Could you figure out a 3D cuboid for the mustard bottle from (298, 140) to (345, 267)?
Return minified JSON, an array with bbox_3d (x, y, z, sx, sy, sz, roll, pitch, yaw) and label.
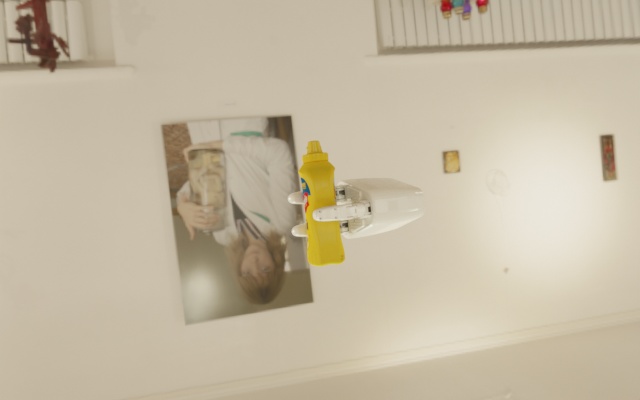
[{"bbox_3d":[0.000,0.003,0.747,0.058,0.191,0.096,-6,1,-5],"label":"mustard bottle"}]
